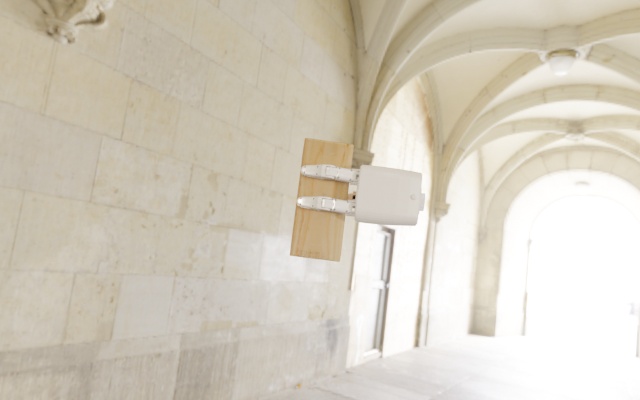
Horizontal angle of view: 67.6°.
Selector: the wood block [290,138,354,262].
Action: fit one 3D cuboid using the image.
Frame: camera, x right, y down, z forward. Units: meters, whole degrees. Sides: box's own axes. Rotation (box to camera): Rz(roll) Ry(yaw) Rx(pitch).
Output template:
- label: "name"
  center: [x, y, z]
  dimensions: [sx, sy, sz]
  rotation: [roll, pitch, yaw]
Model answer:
- label: "wood block"
  center: [0.001, 0.003, 0.865]
  dimensions: [0.090, 0.206, 0.091]
  rotation: [7, -7, -2]
